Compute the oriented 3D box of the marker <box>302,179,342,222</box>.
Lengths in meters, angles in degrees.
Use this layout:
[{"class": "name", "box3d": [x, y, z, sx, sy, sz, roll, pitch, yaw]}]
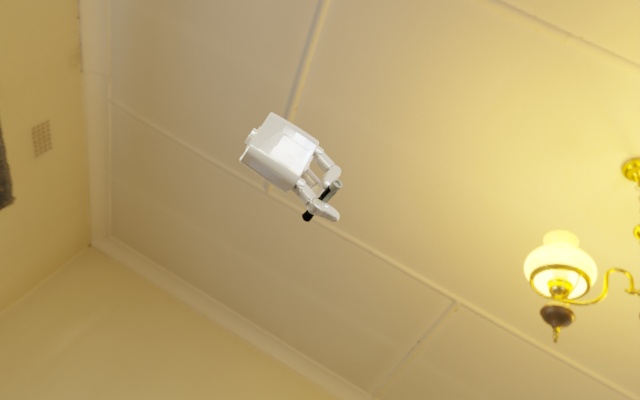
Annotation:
[{"class": "marker", "box3d": [0.000, 0.003, 0.866, 0.020, 0.020, 0.121, 0, -33, -37]}]
